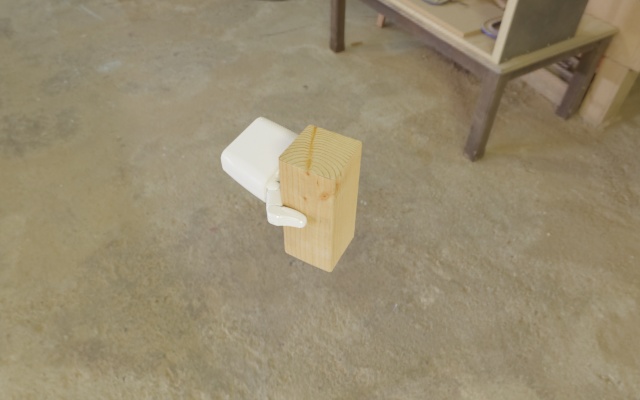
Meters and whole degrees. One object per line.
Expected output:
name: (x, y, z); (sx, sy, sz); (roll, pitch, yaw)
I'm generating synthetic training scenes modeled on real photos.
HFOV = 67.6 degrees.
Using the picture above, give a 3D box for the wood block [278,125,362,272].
wood block: (0.000, 0.002, 0.732); (0.090, 0.206, 0.090); (22, 50, 20)
